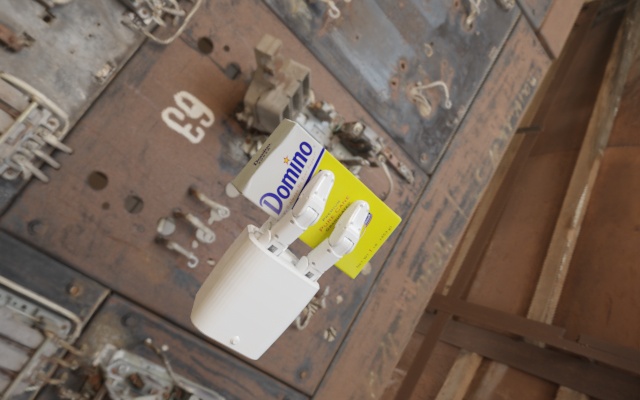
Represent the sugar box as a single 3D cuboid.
[{"bbox_3d":[0.000,0.002,0.529,0.176,0.093,0.048,39,-1,-30],"label":"sugar box"}]
